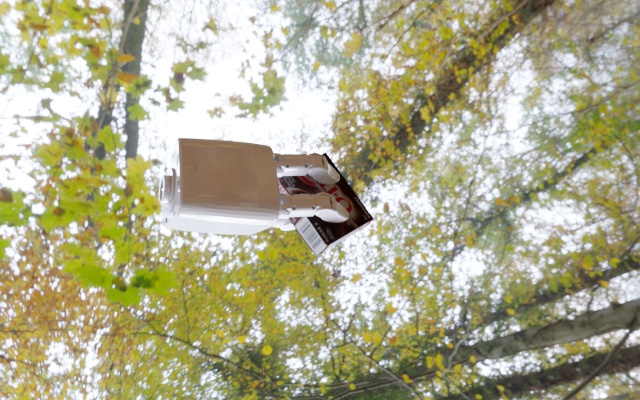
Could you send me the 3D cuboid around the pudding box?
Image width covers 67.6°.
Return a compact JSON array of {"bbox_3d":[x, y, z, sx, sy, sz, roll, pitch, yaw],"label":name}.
[{"bbox_3d":[0.000,0.002,0.603,0.090,0.113,0.039,-26,-12,-39],"label":"pudding box"}]
